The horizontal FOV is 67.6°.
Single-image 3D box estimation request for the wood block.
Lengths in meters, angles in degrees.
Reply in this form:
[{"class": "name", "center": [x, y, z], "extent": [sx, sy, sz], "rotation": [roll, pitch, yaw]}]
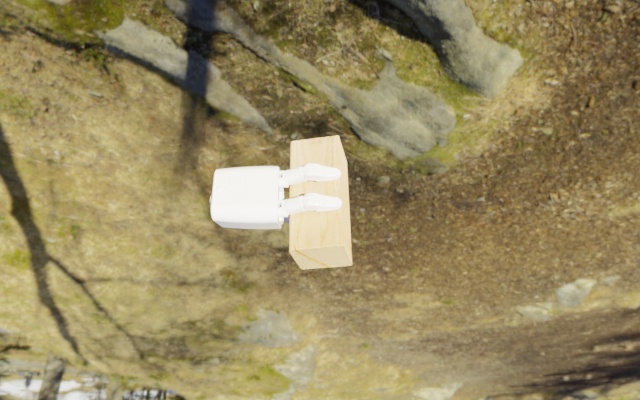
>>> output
[{"class": "wood block", "center": [0.000, 0.003, 0.815], "extent": [0.090, 0.206, 0.091], "rotation": [-6, -28, 9]}]
